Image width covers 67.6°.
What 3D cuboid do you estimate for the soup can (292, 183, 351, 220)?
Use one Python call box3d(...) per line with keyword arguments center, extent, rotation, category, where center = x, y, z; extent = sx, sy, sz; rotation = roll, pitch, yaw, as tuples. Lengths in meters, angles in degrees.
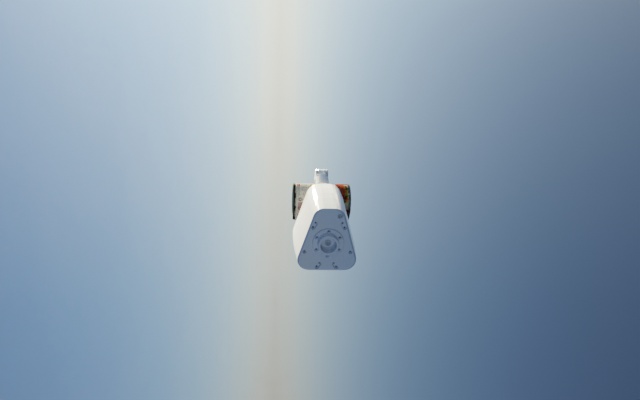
box3d(center=(0.000, 0.003, 0.868), extent=(0.102, 0.068, 0.068), rotation=(1, 0, -5), category="soup can")
